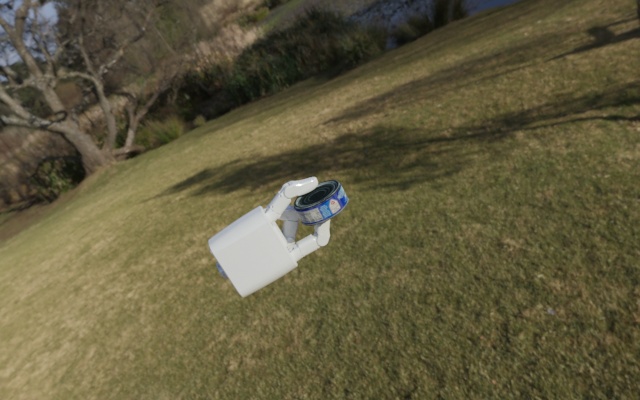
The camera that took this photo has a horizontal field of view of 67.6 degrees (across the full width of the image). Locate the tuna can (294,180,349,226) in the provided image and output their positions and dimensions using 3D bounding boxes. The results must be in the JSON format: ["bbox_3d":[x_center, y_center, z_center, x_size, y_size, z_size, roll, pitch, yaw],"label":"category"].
[{"bbox_3d":[0.000,0.002,0.771,0.086,0.034,0.086,-24,22,10],"label":"tuna can"}]
